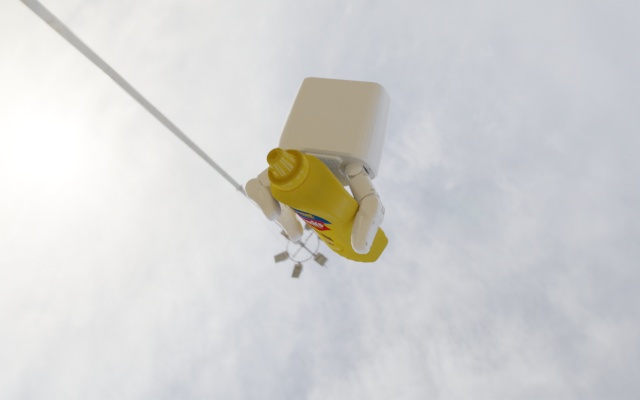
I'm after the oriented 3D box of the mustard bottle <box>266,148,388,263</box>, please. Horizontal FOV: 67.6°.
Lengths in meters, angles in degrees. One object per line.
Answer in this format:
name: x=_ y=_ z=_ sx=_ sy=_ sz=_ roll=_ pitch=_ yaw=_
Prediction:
mustard bottle: x=0.000 y=0.002 z=0.514 sx=0.096 sy=0.058 sz=0.192 roll=29 pitch=-11 yaw=39
